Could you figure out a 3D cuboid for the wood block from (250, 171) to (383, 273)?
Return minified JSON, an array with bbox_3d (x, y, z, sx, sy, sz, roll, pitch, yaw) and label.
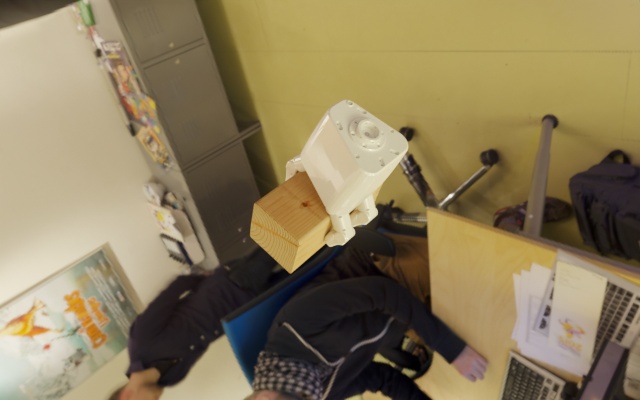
[{"bbox_3d":[0.000,0.002,0.735,0.206,0.091,0.090,-38,-21,-33],"label":"wood block"}]
